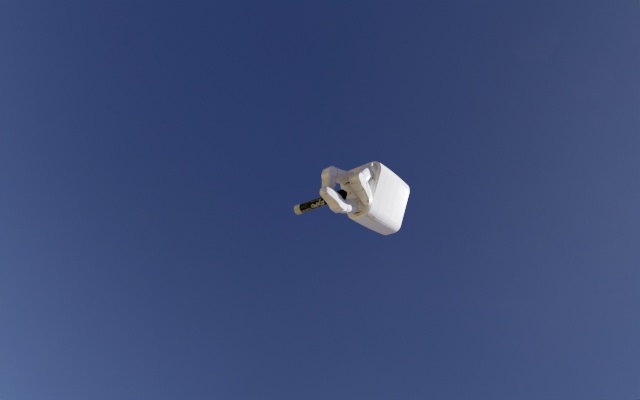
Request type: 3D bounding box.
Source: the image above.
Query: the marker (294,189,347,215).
[{"bbox_3d":[0.000,0.003,0.871,0.121,0.020,0.020,-19,-12,38],"label":"marker"}]
